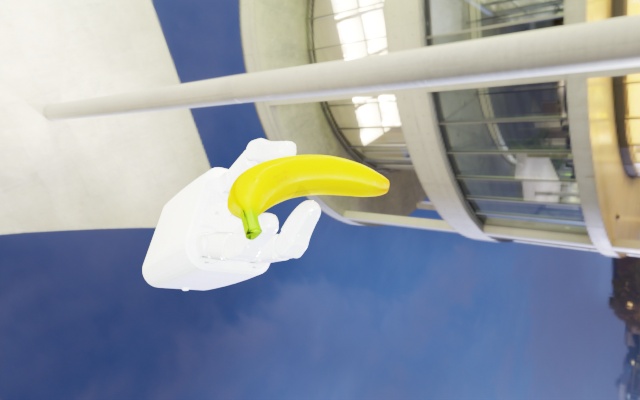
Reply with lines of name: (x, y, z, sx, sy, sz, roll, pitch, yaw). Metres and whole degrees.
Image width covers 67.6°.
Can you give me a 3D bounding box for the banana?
banana: (-0.014, -0.012, 0.418, 0.198, 0.069, 0.037, -19, -27, -49)
